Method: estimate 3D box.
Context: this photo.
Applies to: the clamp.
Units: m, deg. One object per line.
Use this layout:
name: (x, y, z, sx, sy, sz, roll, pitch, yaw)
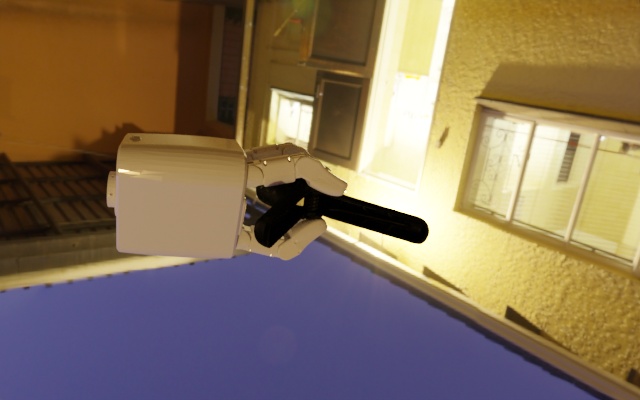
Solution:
clamp: (0.000, 0.002, 0.489, 0.164, 0.036, 0.210, 4, 16, -18)
